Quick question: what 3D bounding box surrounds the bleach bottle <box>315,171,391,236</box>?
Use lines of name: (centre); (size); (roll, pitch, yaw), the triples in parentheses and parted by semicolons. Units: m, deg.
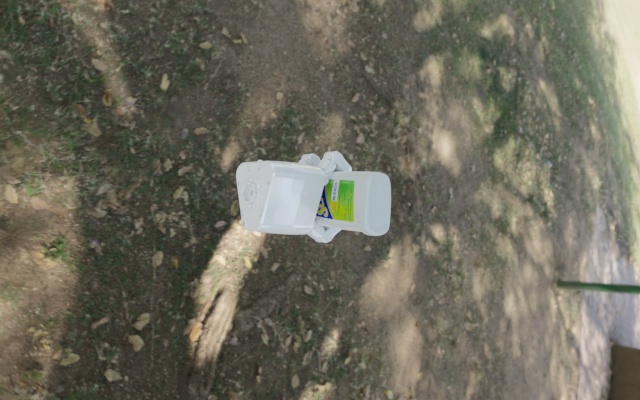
bleach bottle: (0.000, 0.003, 0.818); (0.251, 0.102, 0.068); (0, -3, 43)
